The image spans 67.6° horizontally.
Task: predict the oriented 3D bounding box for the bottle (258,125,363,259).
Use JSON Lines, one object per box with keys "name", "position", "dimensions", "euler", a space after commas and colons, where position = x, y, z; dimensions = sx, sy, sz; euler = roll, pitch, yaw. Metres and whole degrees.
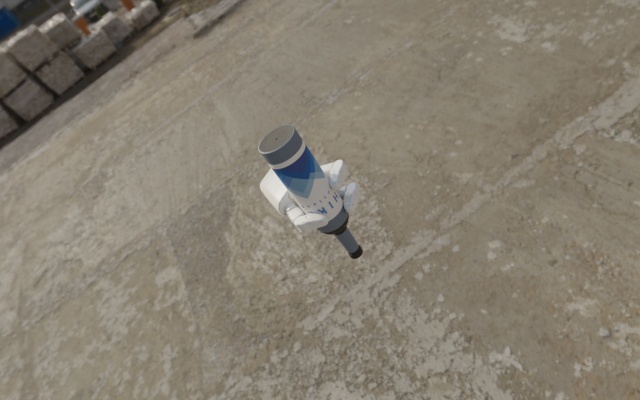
{"name": "bottle", "position": [0.000, 0.003, 0.821], "dimensions": [0.069, 0.069, 0.296], "euler": [0, -42, 39]}
